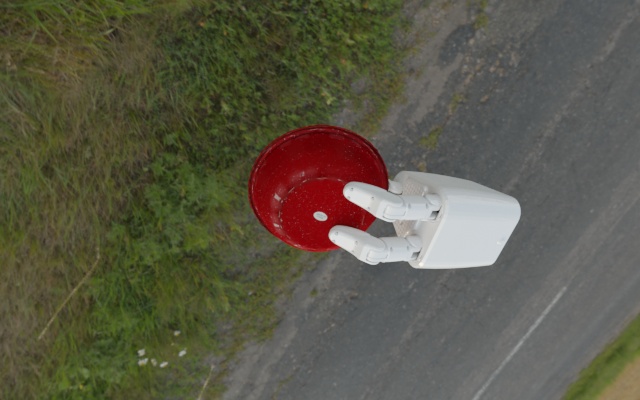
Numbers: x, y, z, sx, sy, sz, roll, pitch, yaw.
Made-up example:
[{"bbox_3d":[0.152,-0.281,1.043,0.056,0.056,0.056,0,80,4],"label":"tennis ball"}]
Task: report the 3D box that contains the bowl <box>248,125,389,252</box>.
[{"bbox_3d":[-0.001,0.002,0.525,0.162,0.162,0.055,0,32,-5],"label":"bowl"}]
